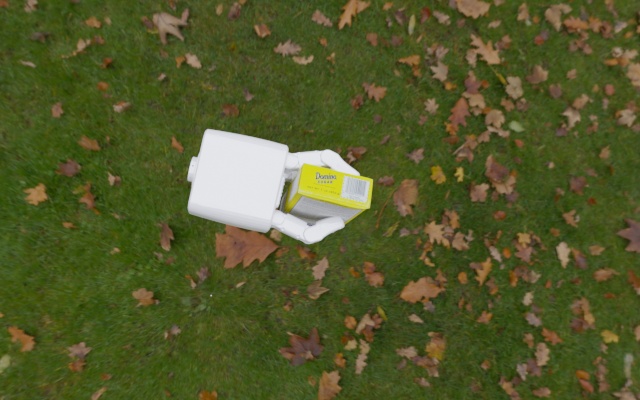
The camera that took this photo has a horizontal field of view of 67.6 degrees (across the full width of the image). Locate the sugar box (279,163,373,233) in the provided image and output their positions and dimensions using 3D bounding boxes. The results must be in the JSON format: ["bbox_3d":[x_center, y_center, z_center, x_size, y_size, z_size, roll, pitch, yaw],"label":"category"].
[{"bbox_3d":[0.000,0.002,0.660,0.093,0.048,0.176,14,-14,-10],"label":"sugar box"}]
